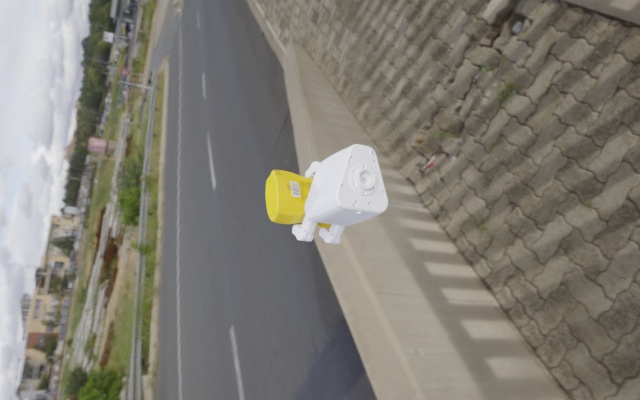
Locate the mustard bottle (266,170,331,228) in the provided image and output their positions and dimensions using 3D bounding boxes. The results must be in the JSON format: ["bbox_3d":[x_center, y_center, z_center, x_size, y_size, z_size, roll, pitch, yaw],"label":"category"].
[{"bbox_3d":[0.000,0.003,0.859,0.191,0.096,0.058,8,-40,-25],"label":"mustard bottle"}]
